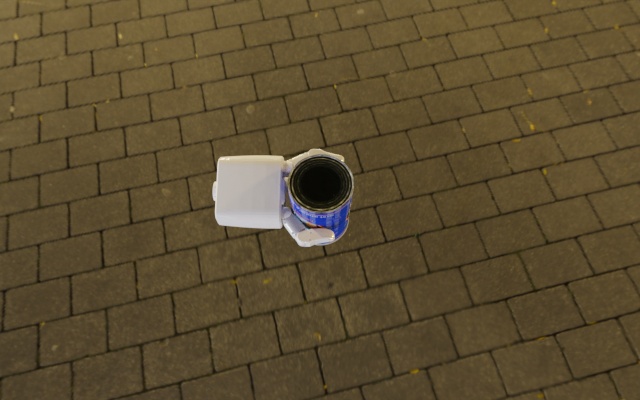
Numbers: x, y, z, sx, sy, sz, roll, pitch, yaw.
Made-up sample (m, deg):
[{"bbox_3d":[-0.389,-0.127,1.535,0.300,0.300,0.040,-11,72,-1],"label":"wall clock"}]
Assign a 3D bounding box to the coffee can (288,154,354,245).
[{"bbox_3d":[0.000,0.003,0.793,0.103,0.102,0.140,0,-25,-1],"label":"coffee can"}]
